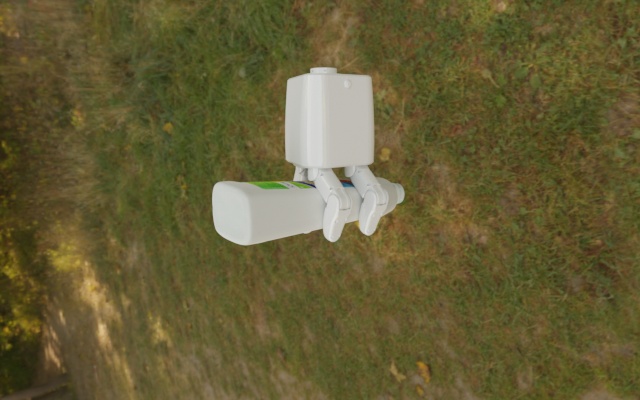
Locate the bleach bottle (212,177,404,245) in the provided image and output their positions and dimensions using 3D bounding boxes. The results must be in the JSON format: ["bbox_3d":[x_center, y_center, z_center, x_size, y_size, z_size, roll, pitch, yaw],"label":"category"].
[{"bbox_3d":[0.000,0.002,0.605,0.251,0.068,0.102,-7,13,-34],"label":"bleach bottle"}]
